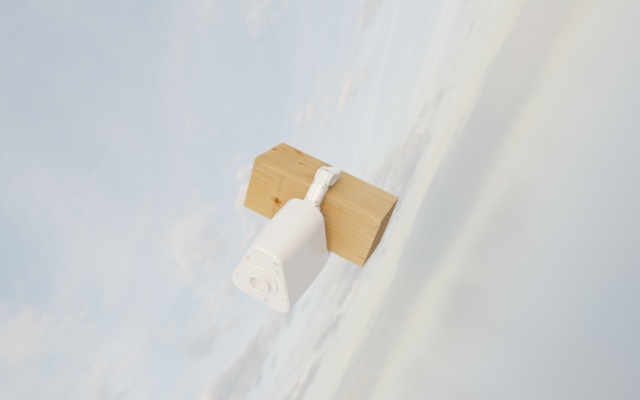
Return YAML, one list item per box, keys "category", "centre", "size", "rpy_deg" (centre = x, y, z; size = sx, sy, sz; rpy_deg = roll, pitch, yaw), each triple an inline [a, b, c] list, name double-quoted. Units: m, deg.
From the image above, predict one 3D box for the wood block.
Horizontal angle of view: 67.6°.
- category: "wood block"
  centre: [0.000, 0.002, 0.725]
  size: [0.206, 0.091, 0.090]
  rpy_deg: [27, 30, 13]
